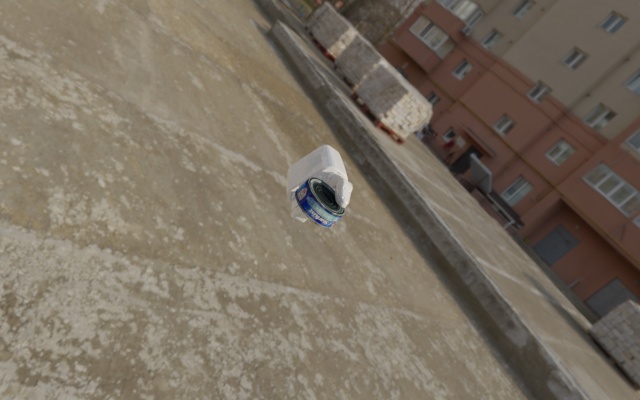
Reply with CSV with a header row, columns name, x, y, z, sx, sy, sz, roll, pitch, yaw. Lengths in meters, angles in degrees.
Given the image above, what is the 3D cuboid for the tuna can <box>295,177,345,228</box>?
name,x,y,z,sx,sy,sz,roll,pitch,yaw
tuna can,0.001,0.002,0.794,0.034,0.086,0.086,-43,-20,23
